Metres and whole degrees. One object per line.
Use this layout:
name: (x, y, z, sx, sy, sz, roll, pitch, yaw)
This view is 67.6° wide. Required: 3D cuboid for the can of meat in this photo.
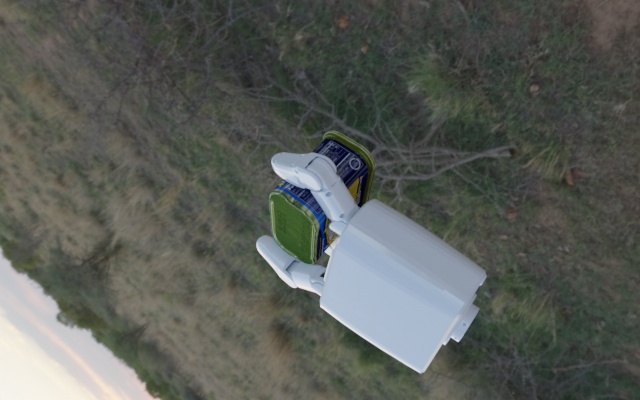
can of meat: (0.000, 0.002, 0.438, 0.057, 0.084, 0.102, 34, -28, 18)
